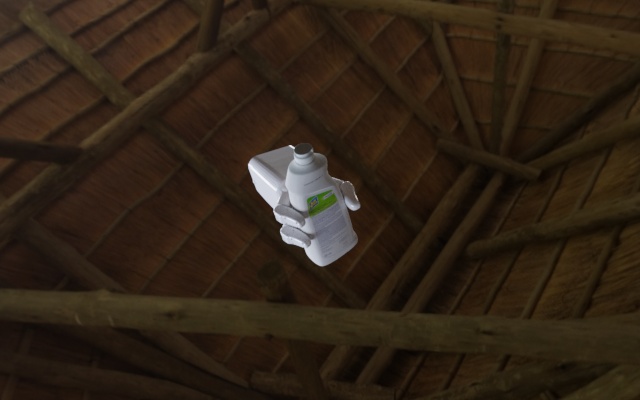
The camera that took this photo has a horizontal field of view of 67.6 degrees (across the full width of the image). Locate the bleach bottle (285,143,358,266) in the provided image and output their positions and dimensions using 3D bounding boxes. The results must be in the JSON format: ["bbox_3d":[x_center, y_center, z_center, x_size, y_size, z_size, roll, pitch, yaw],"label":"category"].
[{"bbox_3d":[0.000,0.003,0.819,0.102,0.251,0.068,-35,49,-20],"label":"bleach bottle"}]
